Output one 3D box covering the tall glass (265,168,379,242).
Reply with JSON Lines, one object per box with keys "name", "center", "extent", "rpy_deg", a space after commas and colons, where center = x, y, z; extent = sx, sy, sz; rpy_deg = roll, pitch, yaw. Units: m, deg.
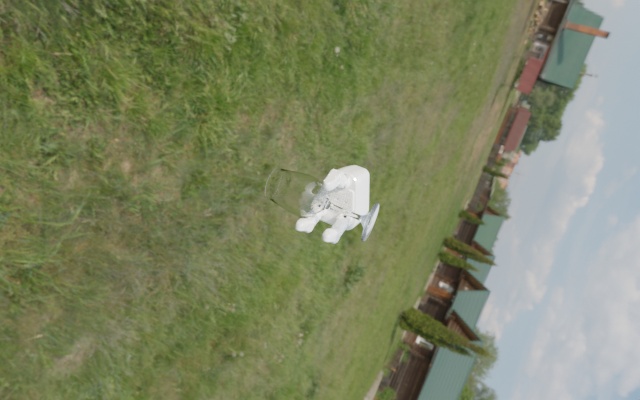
{"name": "tall glass", "center": [0.001, 0.003, 0.867], "extent": [0.201, 0.079, 0.079], "rpy_deg": [22, 6, 16]}
